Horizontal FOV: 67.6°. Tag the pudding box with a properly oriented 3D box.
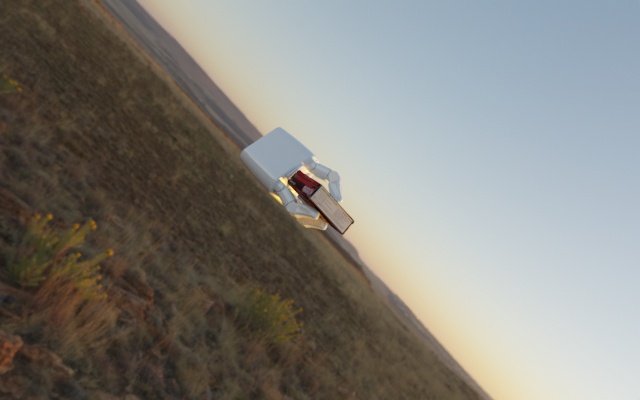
[{"bbox_3d":[0.000,0.003,0.863,0.113,0.039,0.090,45,-5,-35],"label":"pudding box"}]
